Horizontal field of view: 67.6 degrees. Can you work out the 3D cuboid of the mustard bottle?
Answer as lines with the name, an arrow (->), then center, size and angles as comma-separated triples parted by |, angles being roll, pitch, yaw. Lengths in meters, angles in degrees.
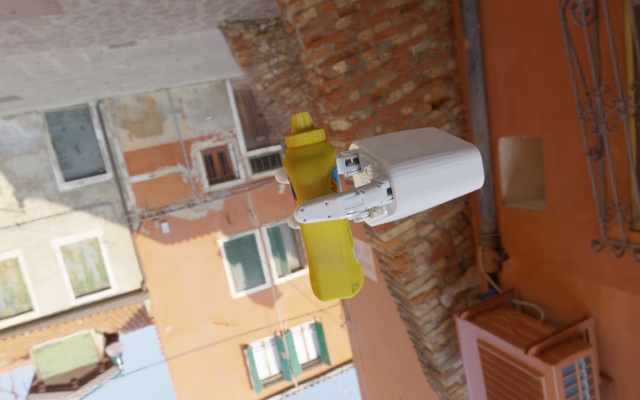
mustard bottle -> 0.000, 0.002, 0.503 | 0.058, 0.191, 0.096 | -11, 10, 8
